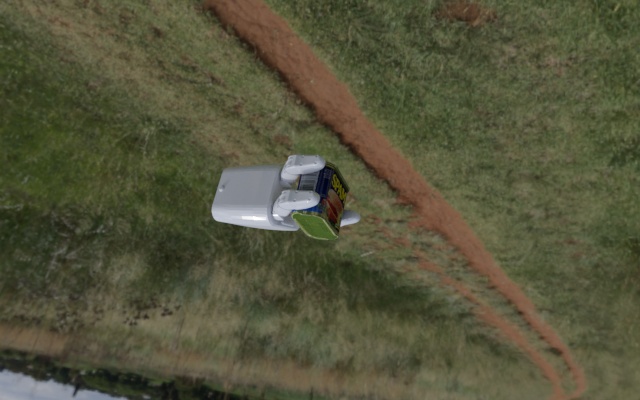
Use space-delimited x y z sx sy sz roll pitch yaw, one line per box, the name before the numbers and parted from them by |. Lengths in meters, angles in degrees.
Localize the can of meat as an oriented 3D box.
can of meat | 0.000 0.003 0.703 0.057 0.084 0.102 3 -25 21
